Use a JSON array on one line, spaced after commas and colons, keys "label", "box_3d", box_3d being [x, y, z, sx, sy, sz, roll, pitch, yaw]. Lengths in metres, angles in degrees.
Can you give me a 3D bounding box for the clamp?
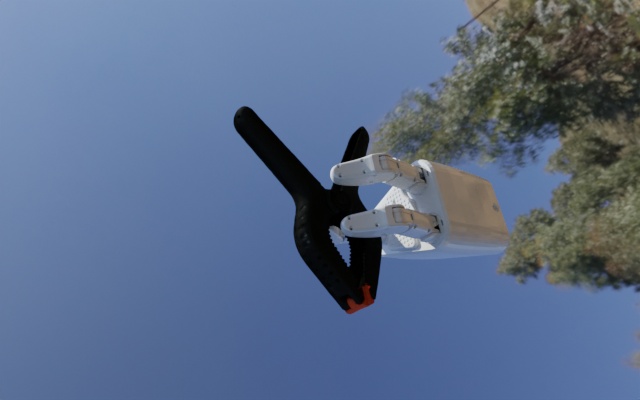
[{"label": "clamp", "box_3d": [0.000, 0.002, 0.455, 0.164, 0.210, 0.036, 9, -32, -34]}]
